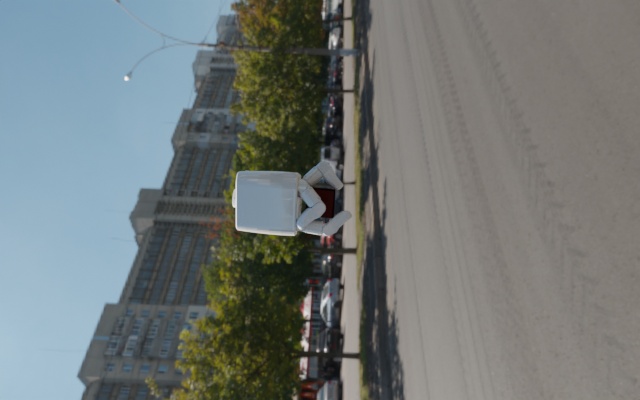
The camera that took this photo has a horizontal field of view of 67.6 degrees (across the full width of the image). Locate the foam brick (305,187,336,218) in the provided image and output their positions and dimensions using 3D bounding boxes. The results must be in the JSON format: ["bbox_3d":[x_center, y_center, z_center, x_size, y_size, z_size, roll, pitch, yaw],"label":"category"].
[{"bbox_3d":[0.000,0.003,0.871,0.051,0.053,0.078,4,1,1],"label":"foam brick"}]
